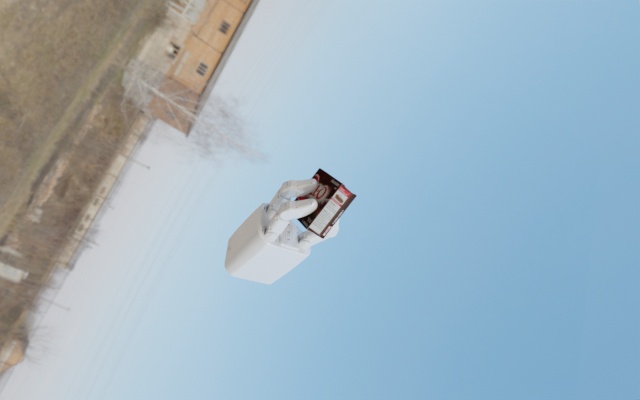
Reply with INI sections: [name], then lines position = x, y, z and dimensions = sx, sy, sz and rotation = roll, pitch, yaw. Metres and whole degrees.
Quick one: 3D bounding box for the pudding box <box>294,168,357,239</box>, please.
[pudding box]
position = 0.000, 0.003, 0.773
dimensions = 0.039, 0.090, 0.113
rotation = 36, 2, -27
